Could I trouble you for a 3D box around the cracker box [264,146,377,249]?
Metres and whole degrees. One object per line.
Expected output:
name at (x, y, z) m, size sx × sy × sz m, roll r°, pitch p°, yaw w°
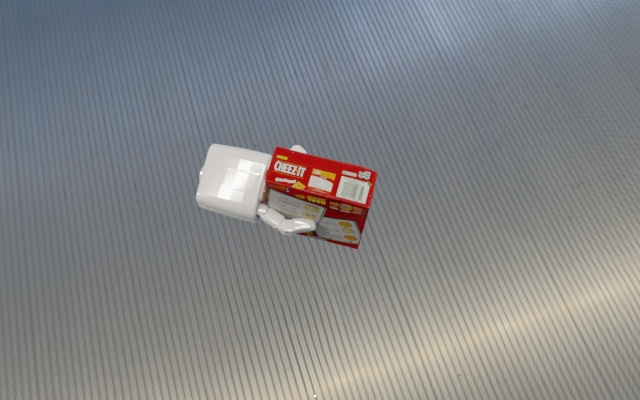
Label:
cracker box at (0.000, 0.003, 0.808) m, size 0.164 × 0.072 × 0.214 m, roll 14°, pitch -22°, yaw 5°
